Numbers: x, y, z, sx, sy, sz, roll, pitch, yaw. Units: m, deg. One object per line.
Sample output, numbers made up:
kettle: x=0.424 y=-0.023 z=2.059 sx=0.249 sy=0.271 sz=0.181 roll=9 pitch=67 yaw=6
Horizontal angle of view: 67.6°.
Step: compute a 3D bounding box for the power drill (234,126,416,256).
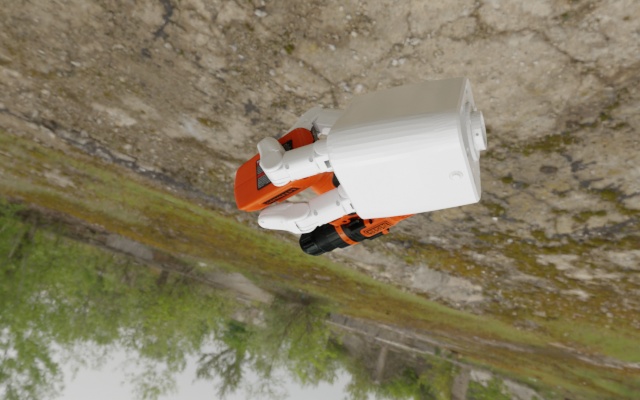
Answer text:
power drill: x=0.000 y=0.002 z=0.528 sx=0.184 sy=0.057 sz=0.188 roll=-30 pitch=-35 yaw=32
